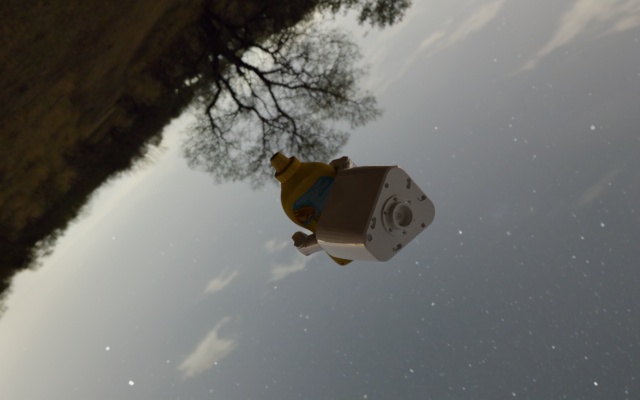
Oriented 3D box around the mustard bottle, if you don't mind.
[{"bbox_3d":[0.000,0.002,0.687,0.192,0.096,0.058,45,4,-21],"label":"mustard bottle"}]
